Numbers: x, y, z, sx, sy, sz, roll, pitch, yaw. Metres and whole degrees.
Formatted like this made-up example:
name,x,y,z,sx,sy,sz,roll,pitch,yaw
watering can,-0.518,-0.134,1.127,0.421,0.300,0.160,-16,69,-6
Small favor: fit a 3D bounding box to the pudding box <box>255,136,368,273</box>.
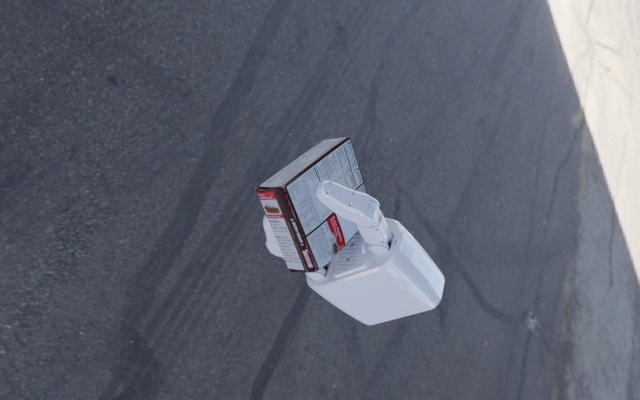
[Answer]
name,x,y,z,sx,sy,sz,roll,pitch,yaw
pudding box,0.000,0.002,0.452,0.039,0.090,0.113,-5,25,39
